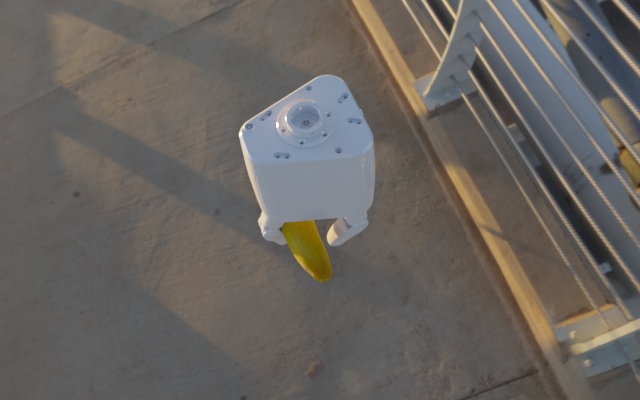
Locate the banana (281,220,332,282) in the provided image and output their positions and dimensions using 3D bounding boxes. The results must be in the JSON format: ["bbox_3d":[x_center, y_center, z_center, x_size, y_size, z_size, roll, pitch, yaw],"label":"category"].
[{"bbox_3d":[-0.018,-0.003,0.547,0.069,0.197,0.037,6,-32,-5],"label":"banana"}]
